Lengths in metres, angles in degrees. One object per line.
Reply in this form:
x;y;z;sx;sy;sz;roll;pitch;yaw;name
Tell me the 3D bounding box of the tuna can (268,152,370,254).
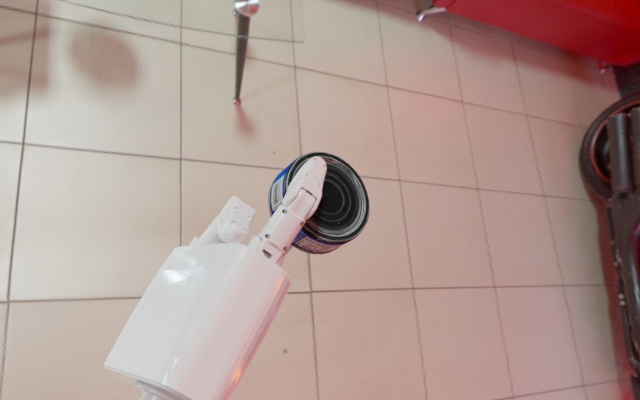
0.000;0.001;0.416;0.086;0.086;0.034;0;-21;-32;tuna can
